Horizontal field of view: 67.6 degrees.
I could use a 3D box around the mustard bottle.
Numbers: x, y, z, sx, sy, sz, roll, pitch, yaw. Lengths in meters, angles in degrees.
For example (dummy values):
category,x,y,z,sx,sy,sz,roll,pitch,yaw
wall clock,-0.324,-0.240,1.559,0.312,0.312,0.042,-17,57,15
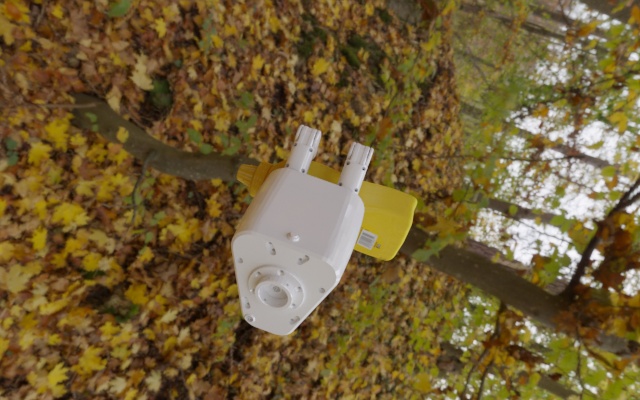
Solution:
category,x,y,z,sx,sy,sz,roll,pitch,yaw
mustard bottle,0.000,0.002,0.521,0.191,0.058,0.096,20,-32,3
